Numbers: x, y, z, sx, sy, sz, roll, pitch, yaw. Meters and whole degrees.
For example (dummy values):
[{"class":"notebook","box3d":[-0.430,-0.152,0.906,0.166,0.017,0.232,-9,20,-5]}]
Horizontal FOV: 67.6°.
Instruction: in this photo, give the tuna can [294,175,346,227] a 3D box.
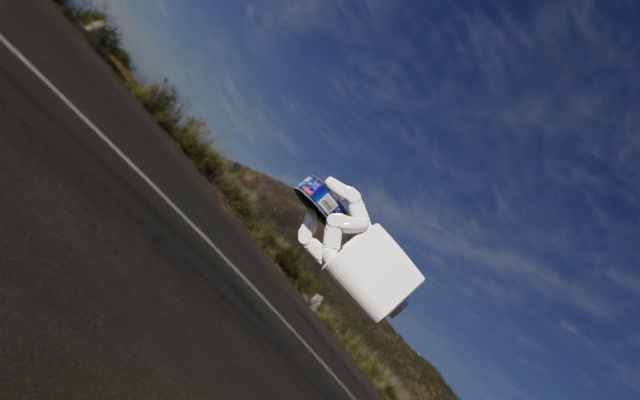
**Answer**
[{"class":"tuna can","box3d":[0.000,0.002,0.738,0.033,0.086,0.086,-42,8,-10]}]
